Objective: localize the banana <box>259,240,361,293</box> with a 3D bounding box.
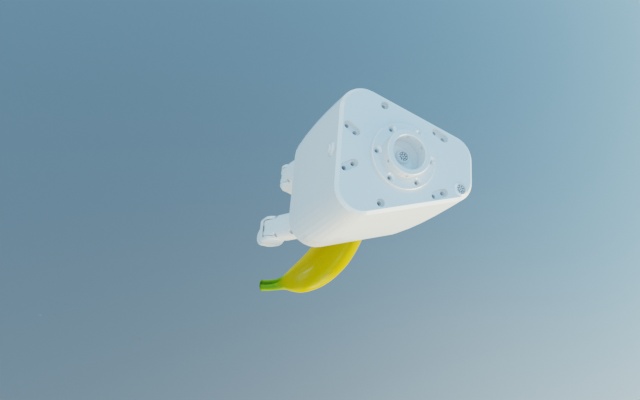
[{"bbox_3d":[0.015,0.013,0.473,0.069,0.197,0.037,28,-18,2],"label":"banana"}]
